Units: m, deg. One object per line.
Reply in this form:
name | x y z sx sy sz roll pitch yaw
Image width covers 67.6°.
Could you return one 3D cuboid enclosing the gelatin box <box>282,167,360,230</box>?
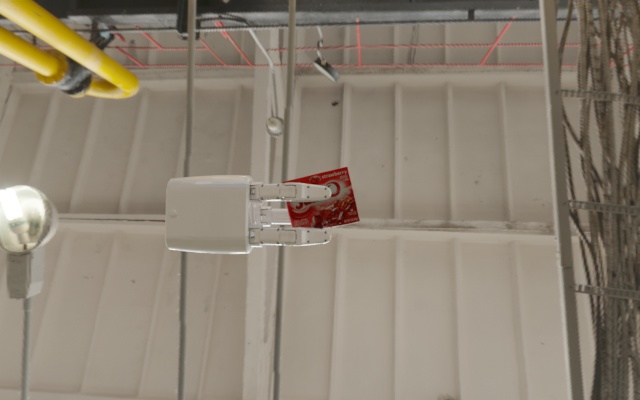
gelatin box | 0.000 0.002 0.622 0.089 0.073 0.030 -13 -4 -2
